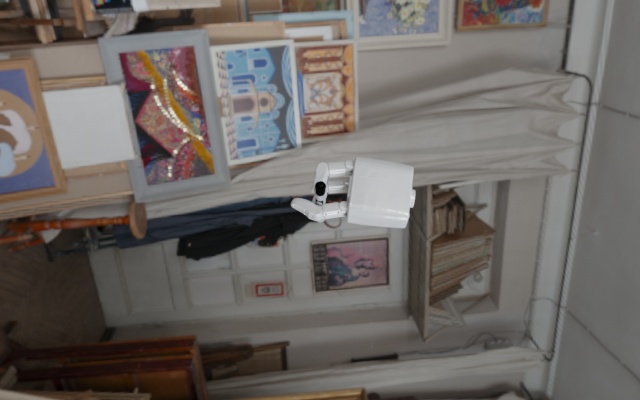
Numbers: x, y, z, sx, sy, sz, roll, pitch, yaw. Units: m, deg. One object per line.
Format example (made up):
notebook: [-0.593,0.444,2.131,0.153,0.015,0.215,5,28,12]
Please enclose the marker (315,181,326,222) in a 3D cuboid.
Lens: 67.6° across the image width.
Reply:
marker: [0.000,0.003,0.842,0.020,0.020,0.121,0,-30,0]
